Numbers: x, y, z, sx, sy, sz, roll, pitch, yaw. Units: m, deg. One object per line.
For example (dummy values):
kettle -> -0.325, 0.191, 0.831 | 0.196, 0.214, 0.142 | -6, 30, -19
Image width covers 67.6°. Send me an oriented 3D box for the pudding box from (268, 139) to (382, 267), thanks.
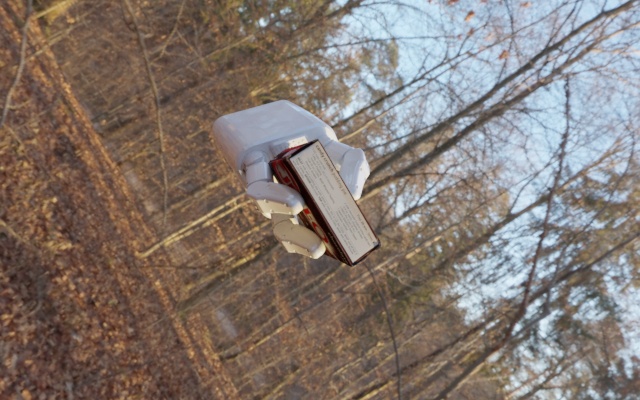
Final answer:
pudding box -> 0.000, 0.001, 0.443 | 0.039, 0.113, 0.090 | -36, 11, -12
